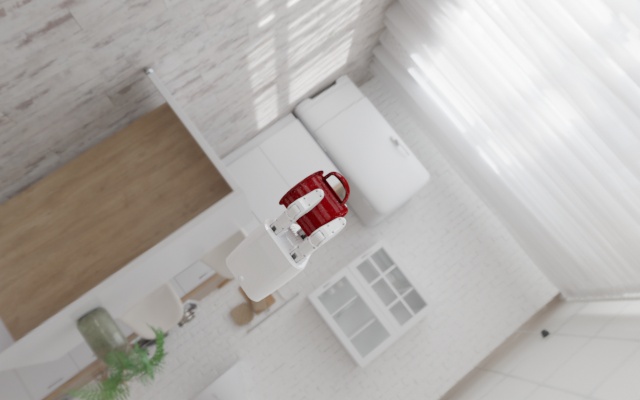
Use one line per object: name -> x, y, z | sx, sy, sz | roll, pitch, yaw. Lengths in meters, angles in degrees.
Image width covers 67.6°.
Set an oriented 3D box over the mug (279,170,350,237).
mug -> 0.001, 0.002, 0.785 | 0.117, 0.081, 0.093 | -40, -8, 22
